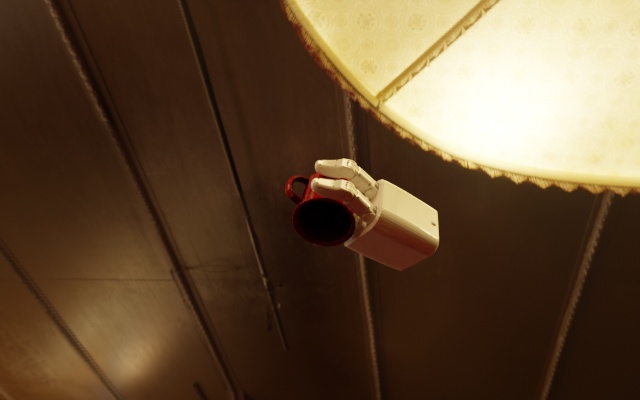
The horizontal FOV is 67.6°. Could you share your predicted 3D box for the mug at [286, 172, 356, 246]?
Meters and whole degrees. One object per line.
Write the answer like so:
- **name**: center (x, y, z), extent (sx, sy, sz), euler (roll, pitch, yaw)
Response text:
- **mug**: center (-0.001, 0.002, 0.716), extent (0.117, 0.081, 0.093), euler (29, -52, -13)
